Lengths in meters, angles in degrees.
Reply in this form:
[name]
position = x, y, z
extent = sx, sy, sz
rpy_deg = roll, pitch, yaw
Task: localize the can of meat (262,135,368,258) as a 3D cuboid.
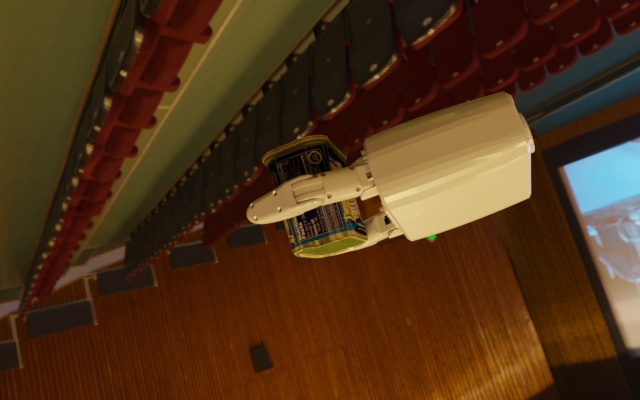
[can of meat]
position = 0.000, 0.002, 0.407
extent = 0.057, 0.084, 0.102
rpy_deg = -20, -12, 12
